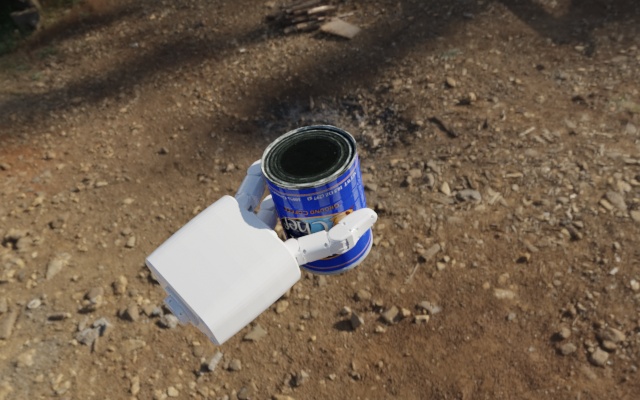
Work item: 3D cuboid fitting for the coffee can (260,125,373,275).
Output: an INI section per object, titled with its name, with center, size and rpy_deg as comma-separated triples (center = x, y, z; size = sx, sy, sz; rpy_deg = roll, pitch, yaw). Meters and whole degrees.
[coffee can]
center = 0.000, 0.002, 0.540
size = 0.103, 0.140, 0.102
rpy_deg = -8, 43, 7
